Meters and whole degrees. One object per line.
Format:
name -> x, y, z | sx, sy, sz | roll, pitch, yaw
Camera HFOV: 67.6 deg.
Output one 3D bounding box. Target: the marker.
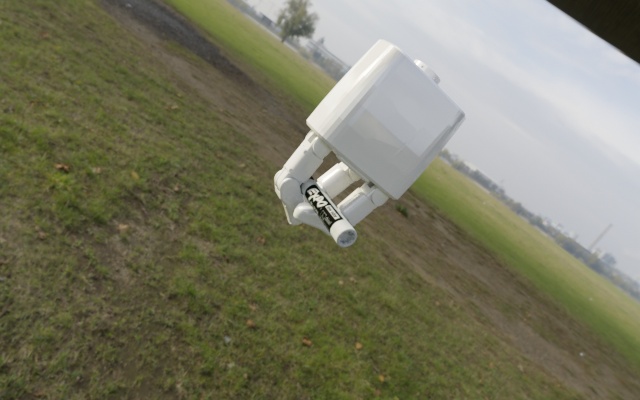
marker -> 0.000, 0.001, 0.444 | 0.020, 0.020, 0.121 | 0, 30, -25
